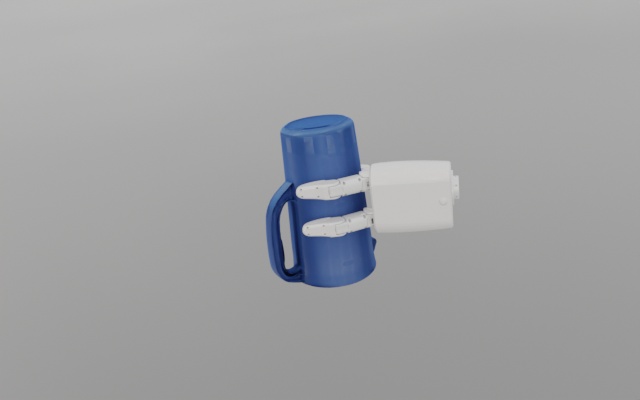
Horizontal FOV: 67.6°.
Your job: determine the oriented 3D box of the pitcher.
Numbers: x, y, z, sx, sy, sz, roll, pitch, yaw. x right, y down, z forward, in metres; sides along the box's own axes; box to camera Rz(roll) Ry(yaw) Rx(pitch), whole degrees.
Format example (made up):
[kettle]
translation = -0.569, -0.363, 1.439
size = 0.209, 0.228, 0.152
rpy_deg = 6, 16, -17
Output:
[pitcher]
translation = 0.000, 0.002, 0.719
size = 0.145, 0.243, 0.149
rpy_deg = -2, 21, 15
